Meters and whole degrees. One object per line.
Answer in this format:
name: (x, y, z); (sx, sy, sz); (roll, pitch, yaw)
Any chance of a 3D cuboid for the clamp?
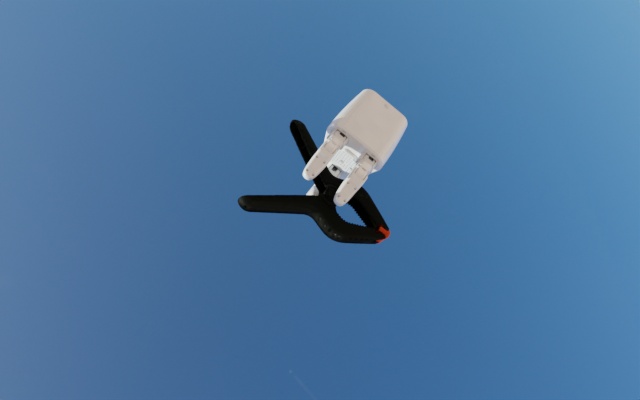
clamp: (0.000, 0.003, 0.661); (0.210, 0.164, 0.036); (40, -32, -4)
